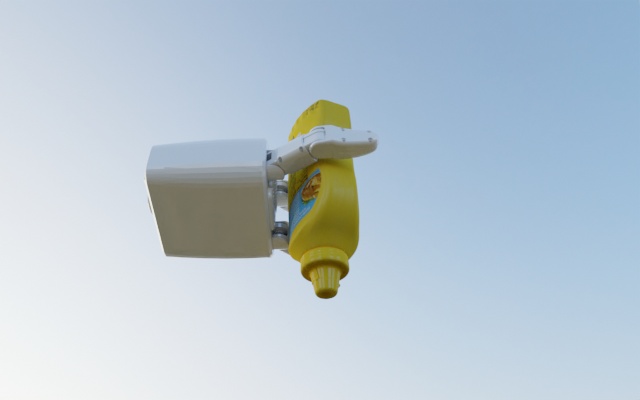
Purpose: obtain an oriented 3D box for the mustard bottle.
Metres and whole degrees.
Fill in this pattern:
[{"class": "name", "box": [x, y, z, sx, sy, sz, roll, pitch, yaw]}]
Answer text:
[{"class": "mustard bottle", "box": [0.000, 0.001, 0.442, 0.058, 0.191, 0.096, 15, -43, -20]}]
